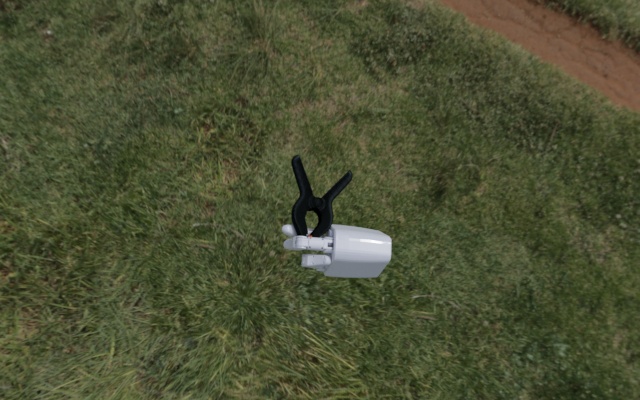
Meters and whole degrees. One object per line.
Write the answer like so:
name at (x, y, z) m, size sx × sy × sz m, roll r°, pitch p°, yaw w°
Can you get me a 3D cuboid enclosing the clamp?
clamp at (0.000, 0.003, 0.890) m, size 0.120 × 0.171 × 0.039 m, roll 5°, pitch -13°, yaw -8°
